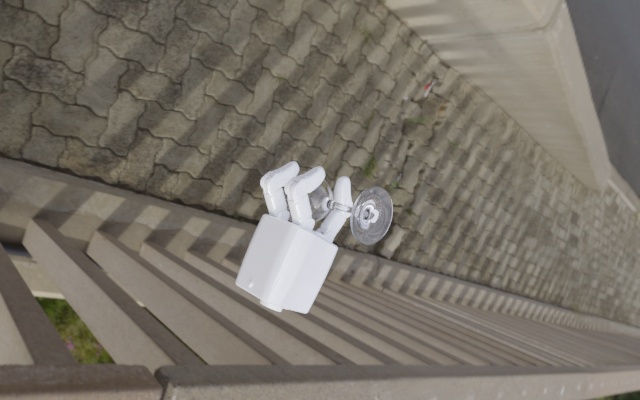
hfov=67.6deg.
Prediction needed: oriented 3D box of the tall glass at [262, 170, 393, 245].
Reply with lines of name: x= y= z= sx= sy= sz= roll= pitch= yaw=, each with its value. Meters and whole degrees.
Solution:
tall glass: x=0.001 y=0.002 z=0.664 sx=0.079 sy=0.079 sz=0.201 roll=0 pitch=10 yaw=-41
